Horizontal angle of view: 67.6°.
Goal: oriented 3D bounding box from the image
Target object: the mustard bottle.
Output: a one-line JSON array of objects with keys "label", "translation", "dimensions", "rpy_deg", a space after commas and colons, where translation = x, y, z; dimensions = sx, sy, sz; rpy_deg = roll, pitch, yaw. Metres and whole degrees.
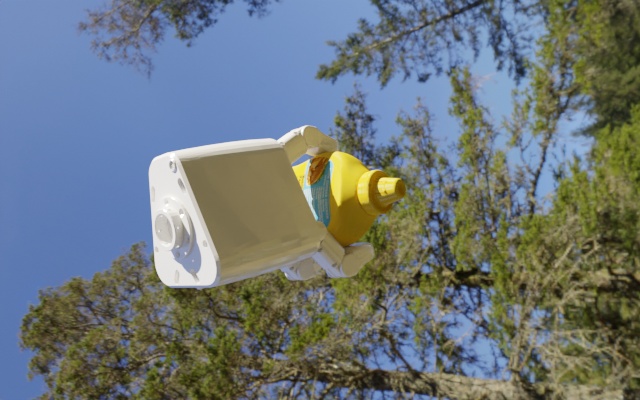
[{"label": "mustard bottle", "translation": [0.000, 0.002, 0.480], "dimensions": [0.191, 0.096, 0.058], "rpy_deg": [-10, -21, 43]}]
